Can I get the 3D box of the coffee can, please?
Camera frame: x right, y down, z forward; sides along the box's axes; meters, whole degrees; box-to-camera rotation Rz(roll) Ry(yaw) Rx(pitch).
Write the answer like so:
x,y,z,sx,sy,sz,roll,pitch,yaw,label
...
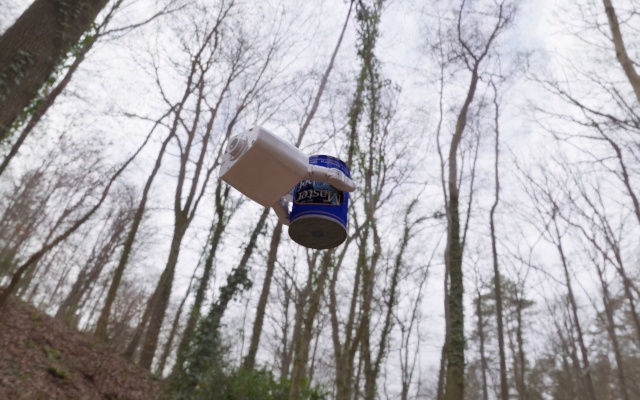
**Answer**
x,y,z,sx,sy,sz,roll,pitch,yaw,label
0.000,0.003,0.860,0.103,0.140,0.103,4,-36,3,coffee can
